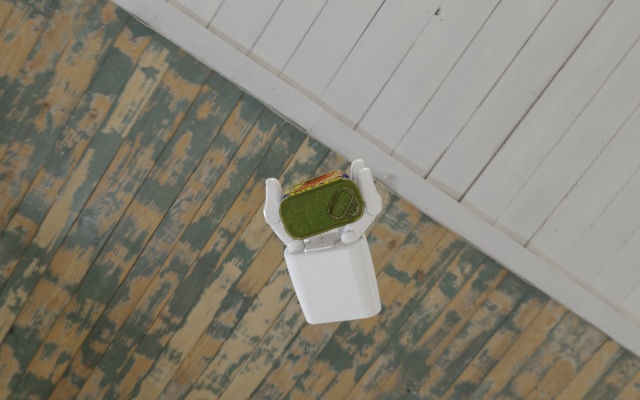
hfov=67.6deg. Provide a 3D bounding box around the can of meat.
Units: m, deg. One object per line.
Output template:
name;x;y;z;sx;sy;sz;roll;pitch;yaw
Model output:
can of meat;0.000;0.002;0.615;0.102;0.057;0.084;-19;13;2
